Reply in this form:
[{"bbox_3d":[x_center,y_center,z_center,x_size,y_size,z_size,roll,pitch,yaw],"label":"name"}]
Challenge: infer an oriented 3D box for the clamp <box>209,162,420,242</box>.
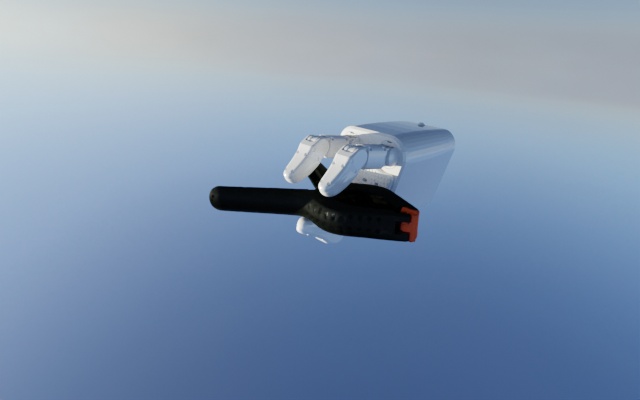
[{"bbox_3d":[0.001,0.002,0.489,0.164,0.036,0.210,-19,29,-39],"label":"clamp"}]
